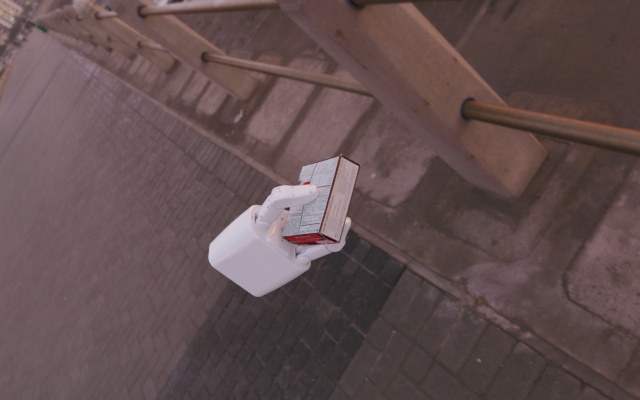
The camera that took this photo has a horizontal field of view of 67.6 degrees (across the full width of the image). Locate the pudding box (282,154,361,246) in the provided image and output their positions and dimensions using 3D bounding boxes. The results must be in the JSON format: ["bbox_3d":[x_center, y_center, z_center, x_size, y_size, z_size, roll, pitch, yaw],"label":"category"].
[{"bbox_3d":[0.000,0.002,0.629,0.039,0.113,0.090,25,-20,-32],"label":"pudding box"}]
